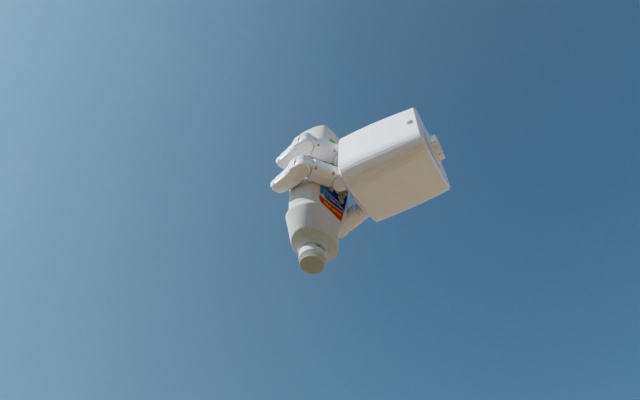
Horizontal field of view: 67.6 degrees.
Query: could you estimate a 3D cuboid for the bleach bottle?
[{"bbox_3d":[0.000,0.002,0.626,0.068,0.103,0.250,-24,32,19],"label":"bleach bottle"}]
